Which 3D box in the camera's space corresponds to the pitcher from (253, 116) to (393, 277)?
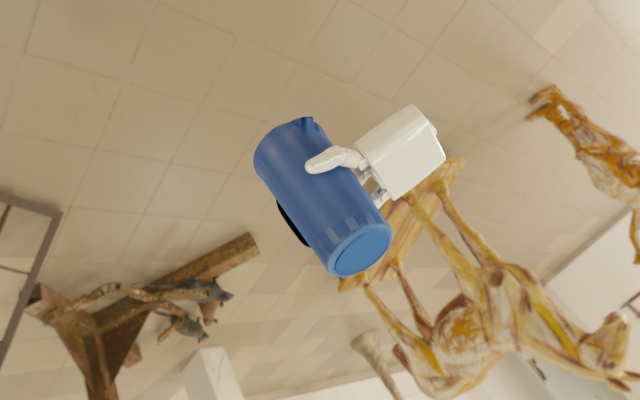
[{"bbox_3d":[0.000,0.002,0.740,0.145,0.242,0.149,-36,-35,3],"label":"pitcher"}]
